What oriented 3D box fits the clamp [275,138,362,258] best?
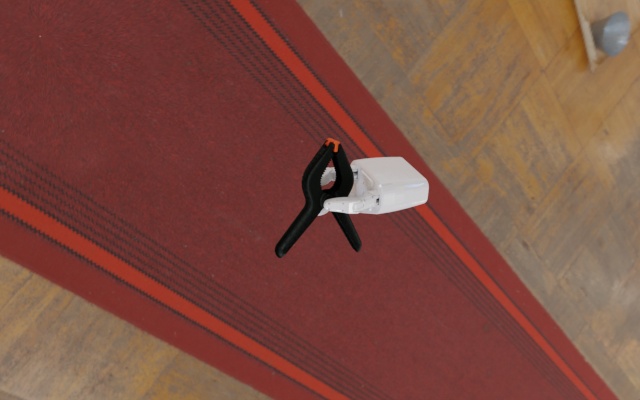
[{"bbox_3d":[0.001,0.002,0.801,0.164,0.210,0.036,-9,21,-26],"label":"clamp"}]
